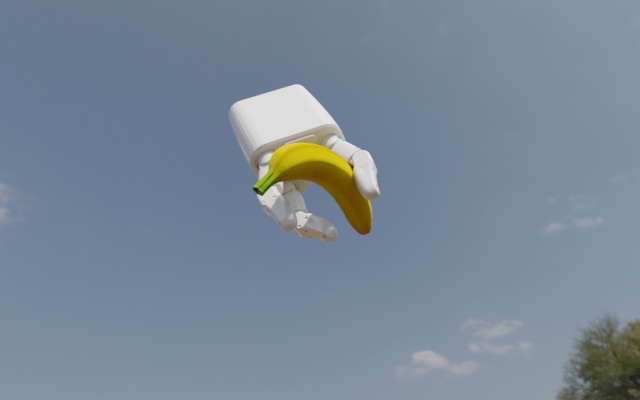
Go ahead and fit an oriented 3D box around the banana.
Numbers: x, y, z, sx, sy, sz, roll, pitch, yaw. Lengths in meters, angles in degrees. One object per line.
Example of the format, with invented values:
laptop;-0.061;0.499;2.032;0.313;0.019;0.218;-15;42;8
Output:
banana;0.007;-0.016;0.508;0.037;0.069;0.198;30;4;41
